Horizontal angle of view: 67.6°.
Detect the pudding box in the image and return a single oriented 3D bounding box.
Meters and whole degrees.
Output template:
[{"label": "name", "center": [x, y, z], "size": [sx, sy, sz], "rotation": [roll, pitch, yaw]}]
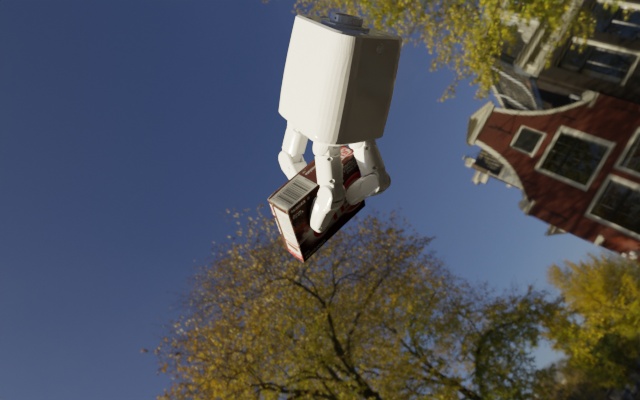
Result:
[{"label": "pudding box", "center": [0.000, 0.002, 0.546], "size": [0.113, 0.090, 0.039], "rotation": [-39, 50, -23]}]
